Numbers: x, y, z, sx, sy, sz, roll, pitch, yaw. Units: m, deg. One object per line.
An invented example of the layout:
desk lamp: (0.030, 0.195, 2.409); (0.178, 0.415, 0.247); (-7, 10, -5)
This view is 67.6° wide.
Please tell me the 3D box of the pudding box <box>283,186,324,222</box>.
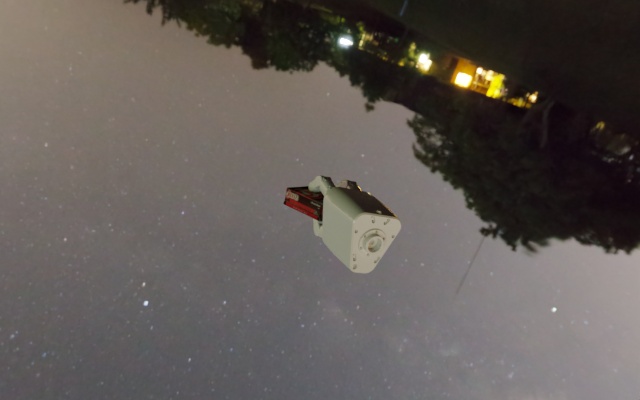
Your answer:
pudding box: (0.000, 0.003, 0.899); (0.090, 0.039, 0.113); (25, 16, 32)
